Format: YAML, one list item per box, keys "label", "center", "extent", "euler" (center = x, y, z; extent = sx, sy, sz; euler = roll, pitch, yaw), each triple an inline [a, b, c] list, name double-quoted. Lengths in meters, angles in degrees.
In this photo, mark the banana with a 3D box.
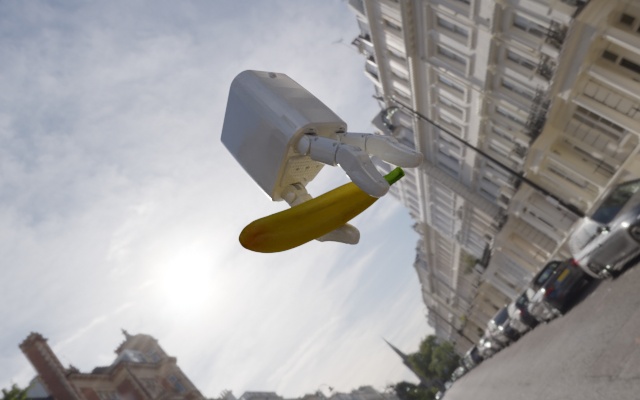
- label: "banana"
  center: [-0.004, 0.011, 0.460]
  extent: [0.197, 0.037, 0.070]
  euler: [-25, -22, -36]
